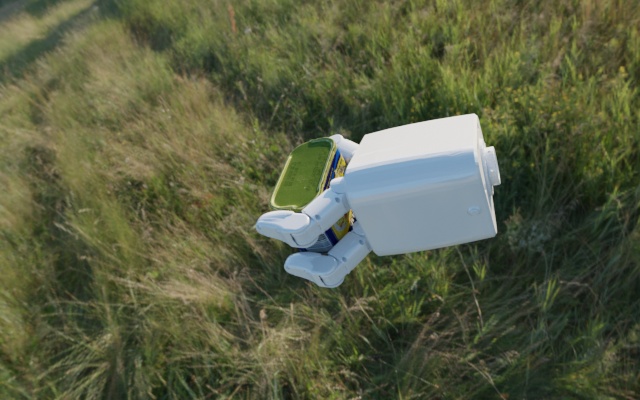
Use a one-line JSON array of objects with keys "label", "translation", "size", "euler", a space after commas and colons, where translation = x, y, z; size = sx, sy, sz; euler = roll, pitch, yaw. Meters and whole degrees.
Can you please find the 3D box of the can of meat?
[{"label": "can of meat", "translation": [0.000, 0.001, 0.465], "size": [0.057, 0.102, 0.084], "euler": [-8, -47, 26]}]
